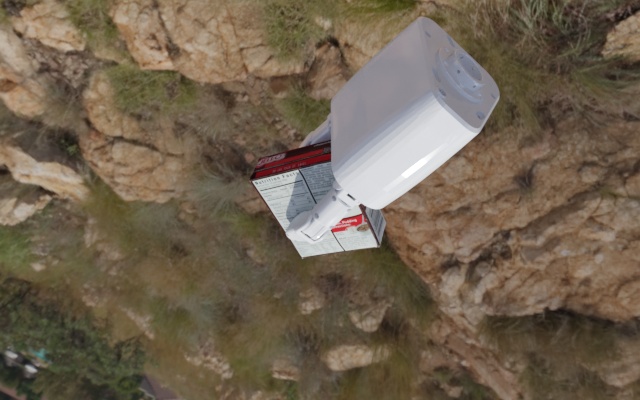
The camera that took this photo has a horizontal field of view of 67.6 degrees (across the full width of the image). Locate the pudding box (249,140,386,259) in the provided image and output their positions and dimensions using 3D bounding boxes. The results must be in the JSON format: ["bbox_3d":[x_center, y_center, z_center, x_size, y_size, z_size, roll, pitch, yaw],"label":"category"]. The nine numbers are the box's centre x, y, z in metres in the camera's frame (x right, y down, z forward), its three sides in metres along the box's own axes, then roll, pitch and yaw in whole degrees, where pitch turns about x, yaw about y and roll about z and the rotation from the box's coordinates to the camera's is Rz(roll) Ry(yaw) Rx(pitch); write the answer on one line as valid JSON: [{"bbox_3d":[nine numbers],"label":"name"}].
[{"bbox_3d":[0.000,0.002,0.450,0.090,0.113,0.039,-11,37,26],"label":"pudding box"}]
